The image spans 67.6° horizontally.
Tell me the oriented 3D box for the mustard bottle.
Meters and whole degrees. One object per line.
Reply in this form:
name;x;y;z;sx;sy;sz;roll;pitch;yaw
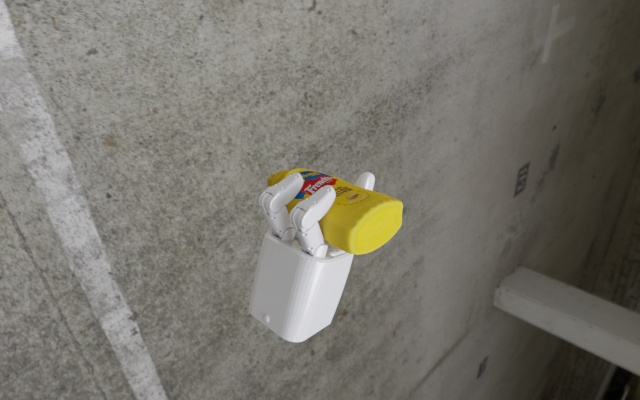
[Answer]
mustard bottle;0.000;0.002;0.595;0.096;0.058;0.191;-27;36;-37
